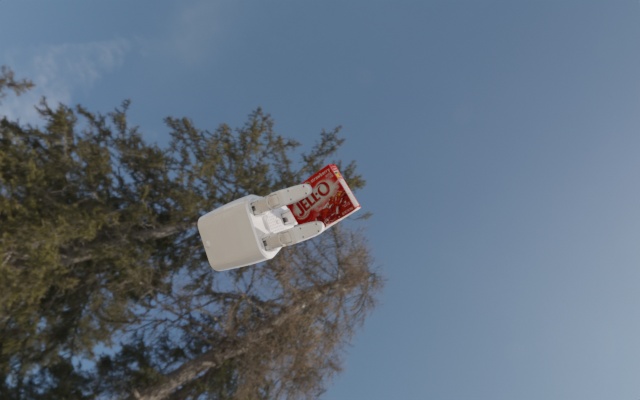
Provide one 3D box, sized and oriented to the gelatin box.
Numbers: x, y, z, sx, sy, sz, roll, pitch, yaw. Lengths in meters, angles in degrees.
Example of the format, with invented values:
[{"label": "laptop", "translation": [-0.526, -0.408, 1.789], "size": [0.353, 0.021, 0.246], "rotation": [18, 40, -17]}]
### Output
[{"label": "gelatin box", "translation": [0.001, 0.002, 0.677], "size": [0.089, 0.073, 0.030], "rotation": [-33, -7, 21]}]
